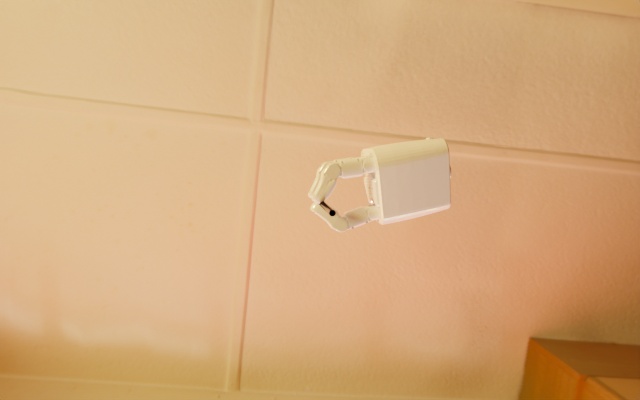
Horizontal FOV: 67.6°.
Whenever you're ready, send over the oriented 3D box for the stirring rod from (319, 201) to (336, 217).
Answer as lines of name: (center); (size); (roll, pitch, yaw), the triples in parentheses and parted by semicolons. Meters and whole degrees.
stirring rod: (0.000, 0.002, 0.673); (0.011, 0.011, 0.239); (0, 6, -7)
